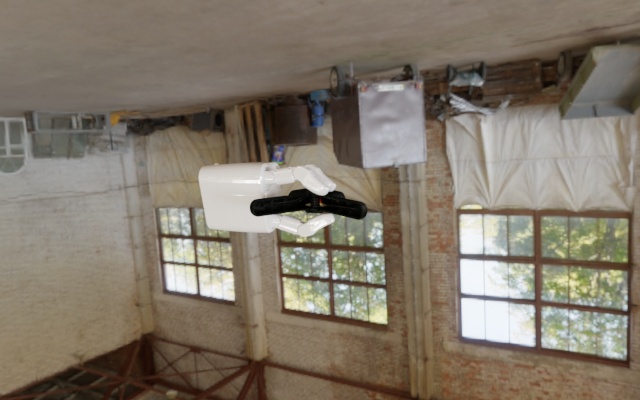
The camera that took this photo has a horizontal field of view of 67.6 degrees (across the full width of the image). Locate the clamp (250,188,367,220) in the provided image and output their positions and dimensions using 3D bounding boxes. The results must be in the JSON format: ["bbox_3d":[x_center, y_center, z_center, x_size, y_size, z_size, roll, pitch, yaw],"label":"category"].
[{"bbox_3d":[0.000,0.003,0.749,0.164,0.036,0.210,4,7,12],"label":"clamp"}]
